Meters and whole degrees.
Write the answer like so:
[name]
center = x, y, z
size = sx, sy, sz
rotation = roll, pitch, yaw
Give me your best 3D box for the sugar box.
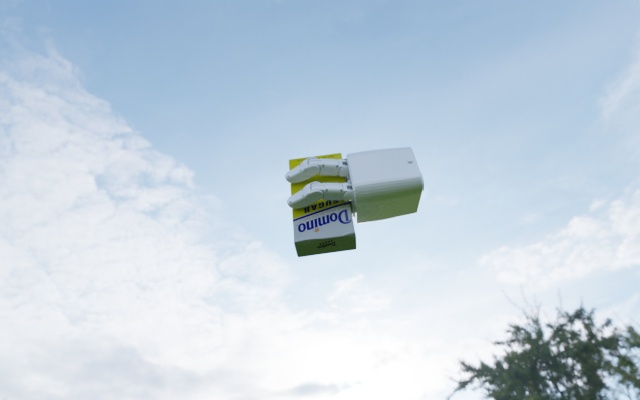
[sugar box]
center = 0.000, 0.002, 0.761
size = 0.093, 0.176, 0.048
rotation = -8, -44, 1
